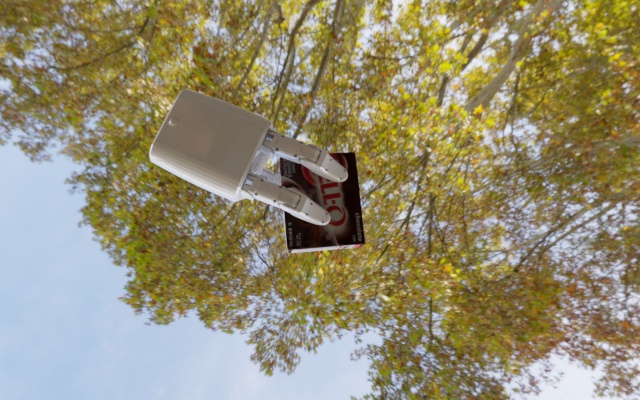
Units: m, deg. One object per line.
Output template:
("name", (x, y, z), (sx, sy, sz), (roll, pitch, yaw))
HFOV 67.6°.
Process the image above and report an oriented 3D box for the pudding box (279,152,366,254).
("pudding box", (0.000, 0.002, 0.556), (0.090, 0.113, 0.039), (-4, -10, -8))
